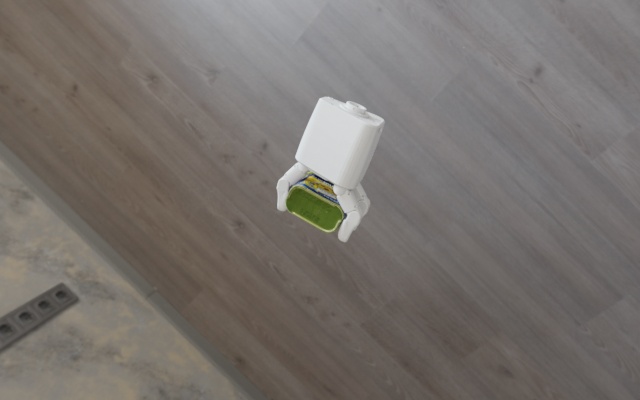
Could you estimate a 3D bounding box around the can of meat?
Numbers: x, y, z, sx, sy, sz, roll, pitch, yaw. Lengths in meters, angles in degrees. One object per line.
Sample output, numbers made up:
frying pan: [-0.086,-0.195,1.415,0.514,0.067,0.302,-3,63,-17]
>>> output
can of meat: [0.000,0.003,0.789,0.102,0.057,0.084,29,22,6]
